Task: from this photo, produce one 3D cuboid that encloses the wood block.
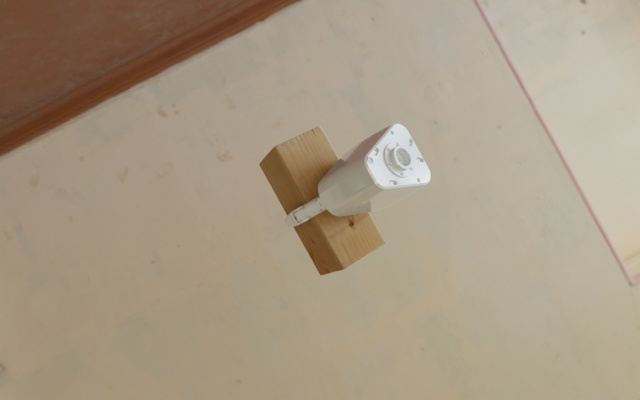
[{"bbox_3d":[0.000,0.003,0.750,0.091,0.206,0.090,-28,-1,-26],"label":"wood block"}]
